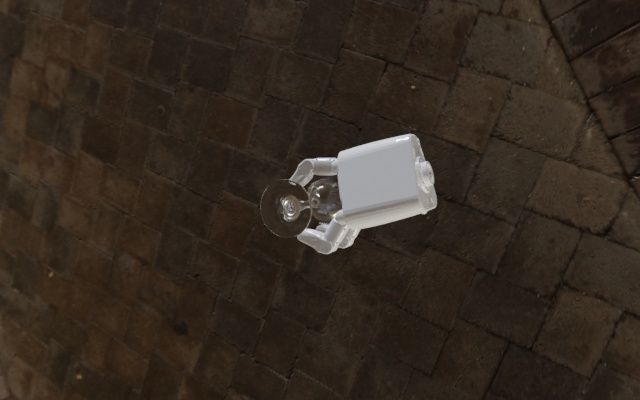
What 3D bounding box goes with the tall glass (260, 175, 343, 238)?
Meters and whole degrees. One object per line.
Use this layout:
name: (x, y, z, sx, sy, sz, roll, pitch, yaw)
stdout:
tall glass: (0.000, 0.002, 0.685, 0.079, 0.079, 0.201, 0, 5, 26)
